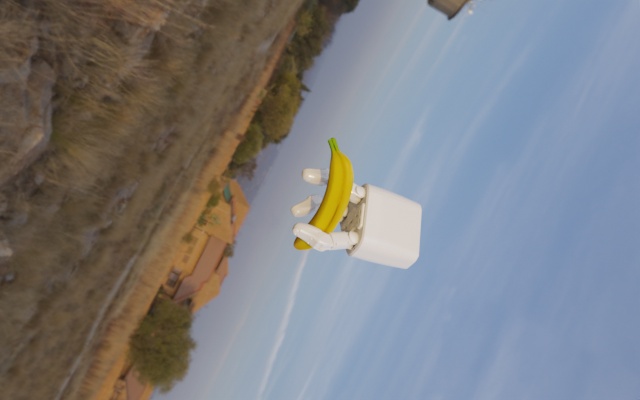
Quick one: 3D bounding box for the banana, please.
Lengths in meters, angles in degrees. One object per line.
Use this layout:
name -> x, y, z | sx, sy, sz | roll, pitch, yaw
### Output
banana -> 0.008, 0.009, 0.717 | 0.037, 0.198, 0.069 | 5, 30, -29
